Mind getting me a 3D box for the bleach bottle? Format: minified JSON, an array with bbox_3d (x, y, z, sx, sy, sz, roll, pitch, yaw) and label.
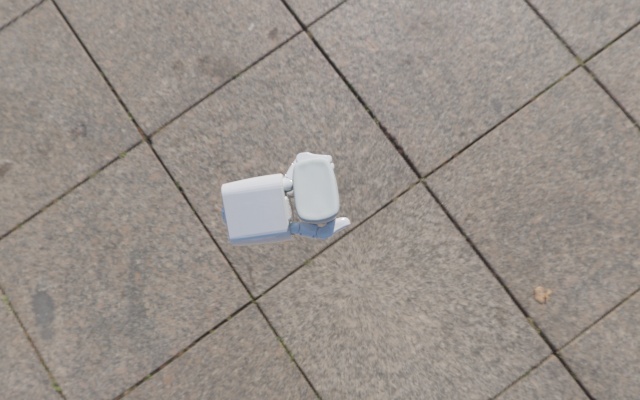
[{"bbox_3d":[0.000,0.003,0.841,0.068,0.102,0.251,-8,-10,3],"label":"bleach bottle"}]
